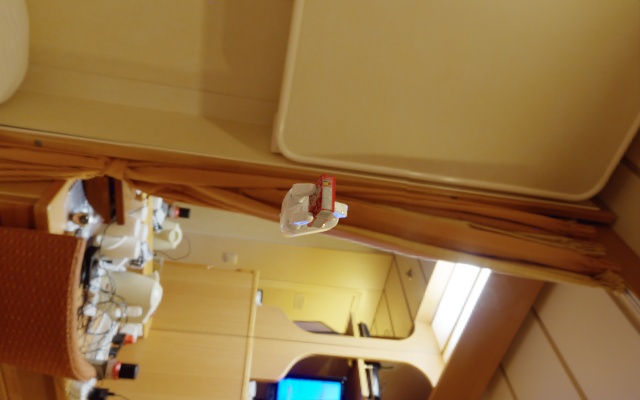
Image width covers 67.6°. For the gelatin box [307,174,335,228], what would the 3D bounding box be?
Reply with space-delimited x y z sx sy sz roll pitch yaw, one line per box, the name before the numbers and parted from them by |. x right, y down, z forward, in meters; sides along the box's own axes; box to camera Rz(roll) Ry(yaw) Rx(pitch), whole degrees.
gelatin box | 0.001 0.003 0.896 0.030 0.073 0.089 9 -25 -16
